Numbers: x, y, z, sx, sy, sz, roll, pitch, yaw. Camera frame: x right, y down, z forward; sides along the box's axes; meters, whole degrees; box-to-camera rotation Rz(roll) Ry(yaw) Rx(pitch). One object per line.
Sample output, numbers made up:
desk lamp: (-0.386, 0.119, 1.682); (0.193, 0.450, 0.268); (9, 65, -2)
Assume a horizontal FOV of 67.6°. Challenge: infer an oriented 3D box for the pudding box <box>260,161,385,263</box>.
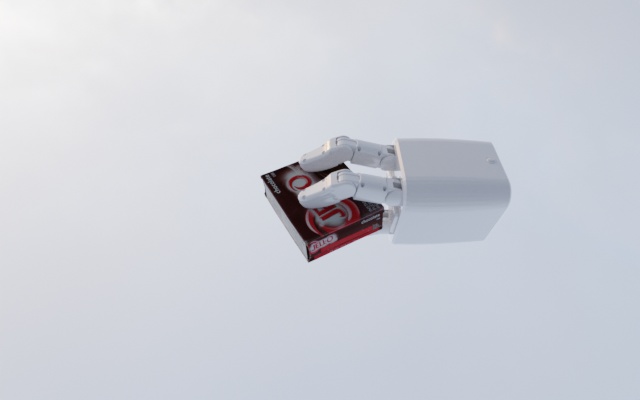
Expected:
pudding box: (0.000, 0.002, 0.507); (0.090, 0.039, 0.113); (-22, 47, -19)
